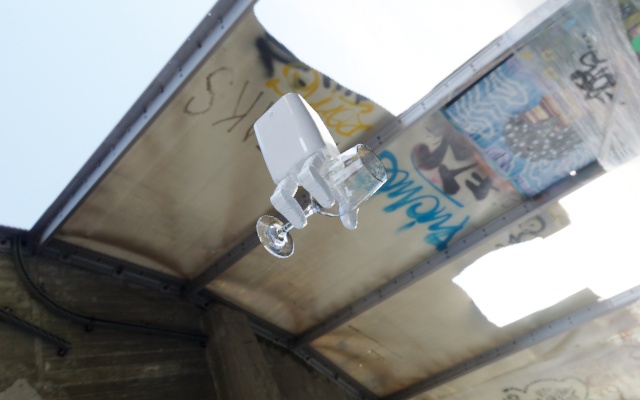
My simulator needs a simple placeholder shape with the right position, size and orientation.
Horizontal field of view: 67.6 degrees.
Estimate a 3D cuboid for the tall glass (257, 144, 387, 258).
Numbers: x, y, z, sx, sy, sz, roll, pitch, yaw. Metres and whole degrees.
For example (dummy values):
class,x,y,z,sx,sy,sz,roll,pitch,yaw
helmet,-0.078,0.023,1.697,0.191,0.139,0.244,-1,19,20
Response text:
class,x,y,z,sx,sy,sz,roll,pitch,yaw
tall glass,0.000,0.003,0.687,0.201,0.079,0.079,-37,-20,28
